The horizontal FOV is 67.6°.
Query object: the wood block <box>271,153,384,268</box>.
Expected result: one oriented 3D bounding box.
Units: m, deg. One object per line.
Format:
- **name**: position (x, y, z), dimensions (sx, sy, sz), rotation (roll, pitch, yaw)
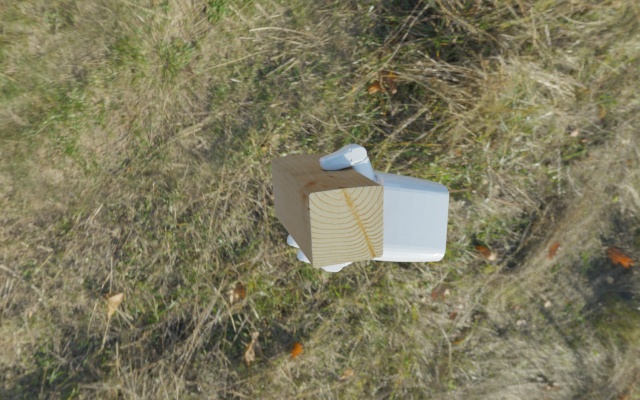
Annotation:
- **wood block**: position (0.001, 0.002, 0.630), dimensions (0.090, 0.091, 0.206), rotation (-7, 17, -16)
